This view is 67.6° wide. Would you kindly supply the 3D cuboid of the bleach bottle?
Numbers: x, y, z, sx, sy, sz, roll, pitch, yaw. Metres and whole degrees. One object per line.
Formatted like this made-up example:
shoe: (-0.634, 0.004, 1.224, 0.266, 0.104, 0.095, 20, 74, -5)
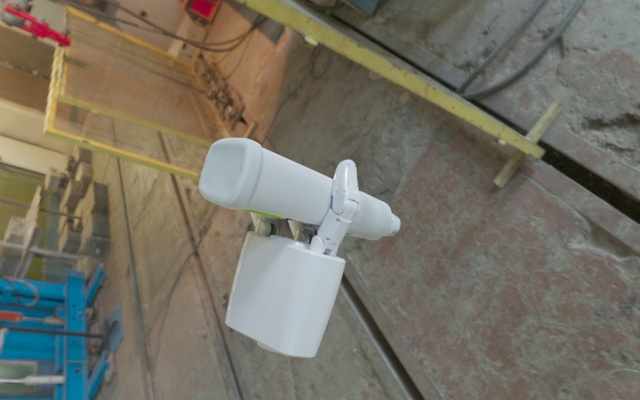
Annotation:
bleach bottle: (0.000, 0.002, 0.532, 0.251, 0.068, 0.102, 18, -3, -36)
